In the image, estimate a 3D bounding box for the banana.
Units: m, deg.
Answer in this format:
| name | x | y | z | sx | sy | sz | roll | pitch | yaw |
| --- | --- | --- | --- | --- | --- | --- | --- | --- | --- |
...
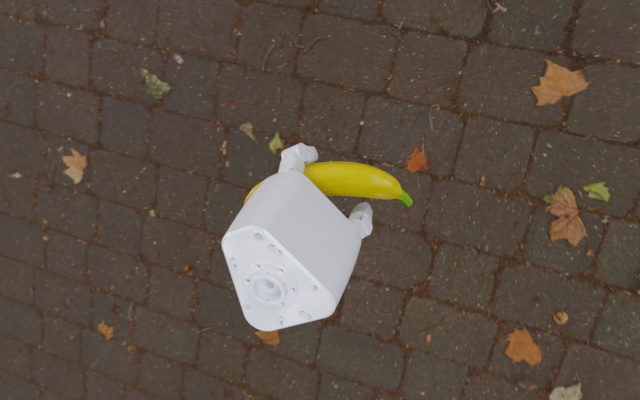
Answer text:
| name | x | y | z | sx | sy | sz | roll | pitch | yaw |
| --- | --- | --- | --- | --- | --- | --- | --- | --- | --- |
| banana | 0.001 | -0.013 | 0.532 | 0.198 | 0.070 | 0.037 | 0 | 40 | 12 |
